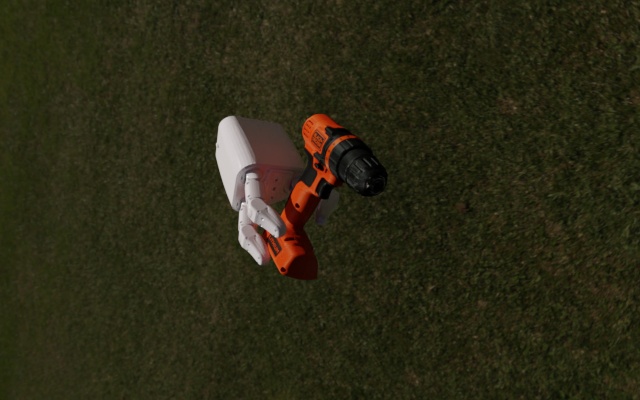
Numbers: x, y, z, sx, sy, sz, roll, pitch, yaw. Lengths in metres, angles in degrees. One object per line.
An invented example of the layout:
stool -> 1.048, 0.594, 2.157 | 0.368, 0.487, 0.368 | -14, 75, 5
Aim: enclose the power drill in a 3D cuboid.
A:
power drill -> 0.000, 0.002, 0.587 | 0.057, 0.188, 0.184 | 17, 20, -28
